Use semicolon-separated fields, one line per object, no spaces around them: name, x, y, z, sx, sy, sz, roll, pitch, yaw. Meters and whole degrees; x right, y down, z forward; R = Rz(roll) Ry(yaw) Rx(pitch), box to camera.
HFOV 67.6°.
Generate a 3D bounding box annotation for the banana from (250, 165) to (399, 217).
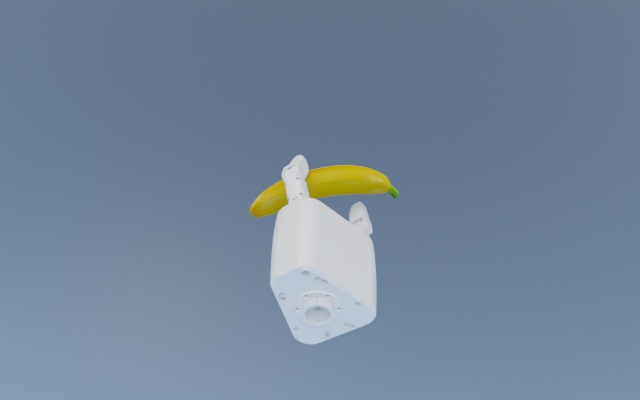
banana;0.001;-0.012;0.605;0.198;0.070;0.037;-6;42;4
